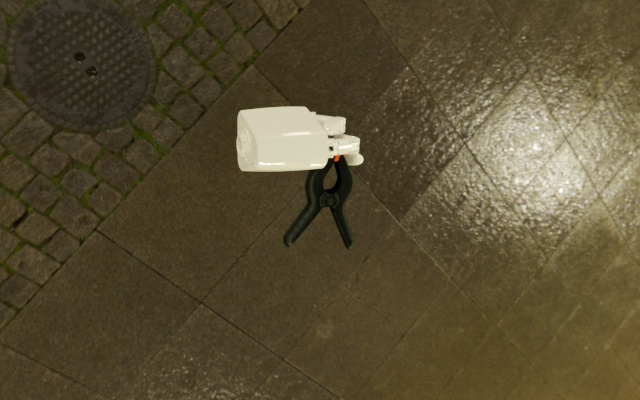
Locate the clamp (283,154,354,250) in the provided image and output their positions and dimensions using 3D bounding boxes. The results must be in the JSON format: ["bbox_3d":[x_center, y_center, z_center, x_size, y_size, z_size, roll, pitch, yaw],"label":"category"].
[{"bbox_3d":[0.000,0.002,0.752,0.120,0.171,0.039,-6,16,-24],"label":"clamp"}]
